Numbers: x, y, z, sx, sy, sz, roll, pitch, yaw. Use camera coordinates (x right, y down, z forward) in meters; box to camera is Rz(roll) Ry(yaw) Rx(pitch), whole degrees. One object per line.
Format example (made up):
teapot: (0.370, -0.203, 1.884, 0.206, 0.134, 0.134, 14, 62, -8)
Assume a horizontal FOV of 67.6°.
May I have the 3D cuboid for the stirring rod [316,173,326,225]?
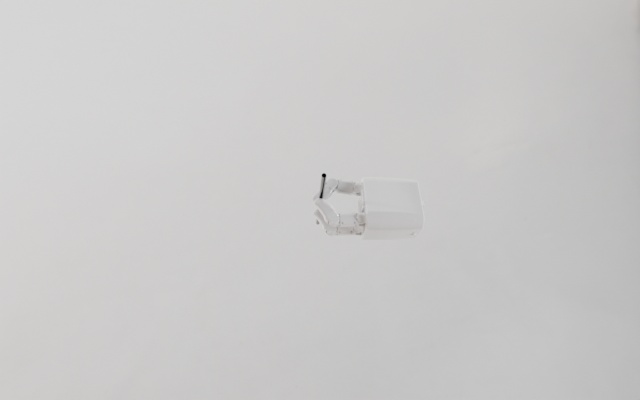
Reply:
stirring rod: (0.000, 0.003, 0.885, 0.011, 0.011, 0.240, 0, -21, -3)
